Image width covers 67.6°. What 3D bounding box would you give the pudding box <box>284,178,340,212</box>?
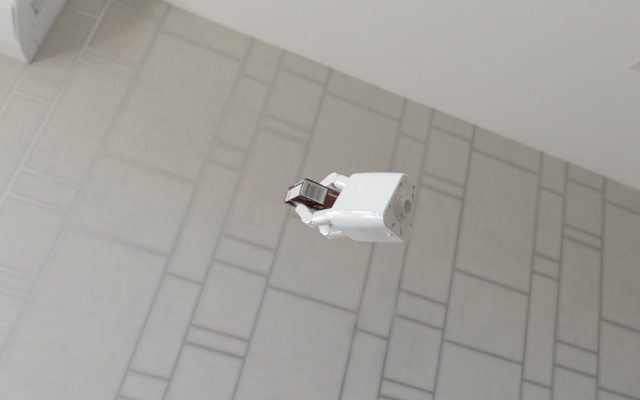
[{"bbox_3d":[0.000,0.003,0.882,0.113,0.039,0.090,25,-19,-17],"label":"pudding box"}]
